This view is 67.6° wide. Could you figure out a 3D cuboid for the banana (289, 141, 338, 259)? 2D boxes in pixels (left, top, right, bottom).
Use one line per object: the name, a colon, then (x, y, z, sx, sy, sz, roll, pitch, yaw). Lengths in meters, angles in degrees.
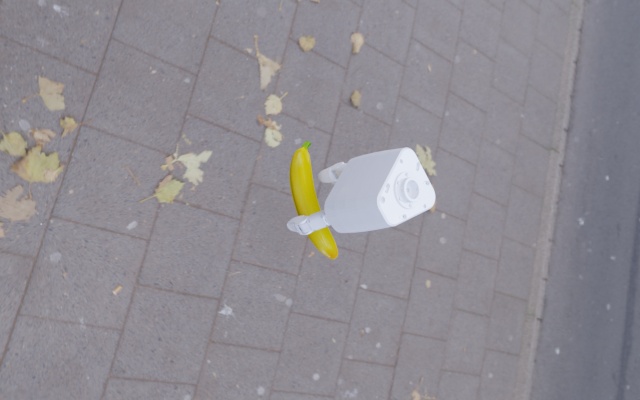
banana: (-0.013, 0.002, 0.753, 0.037, 0.198, 0.069, -13, -1, 44)
